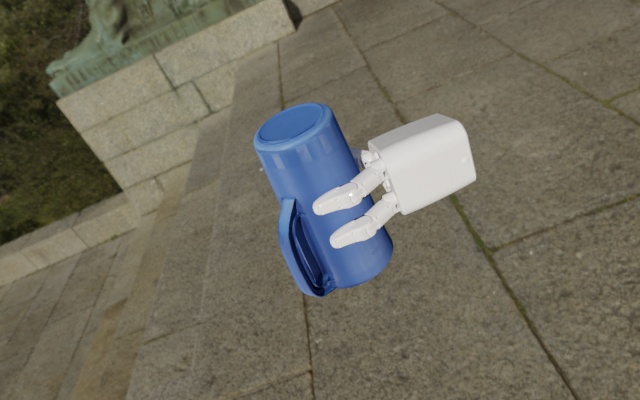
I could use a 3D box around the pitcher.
[{"bbox_3d":[0.000,0.002,0.649,0.145,0.243,0.149,-24,33,2],"label":"pitcher"}]
